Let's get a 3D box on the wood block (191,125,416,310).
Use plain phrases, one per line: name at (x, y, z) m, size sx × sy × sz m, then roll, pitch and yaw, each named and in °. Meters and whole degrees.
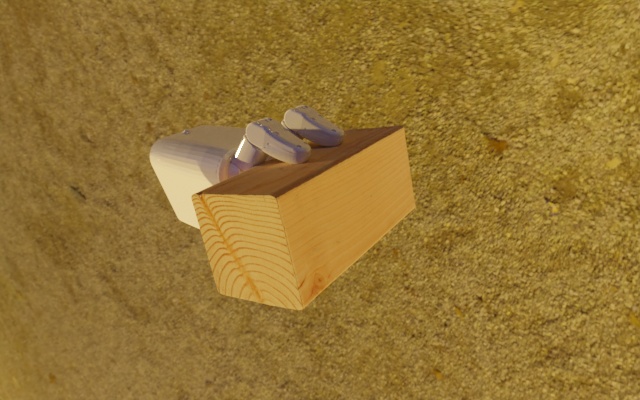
wood block at (0.000, 0.002, 0.432) m, size 0.090 × 0.091 × 0.206 m, roll 2°, pitch 22°, yaw 35°
